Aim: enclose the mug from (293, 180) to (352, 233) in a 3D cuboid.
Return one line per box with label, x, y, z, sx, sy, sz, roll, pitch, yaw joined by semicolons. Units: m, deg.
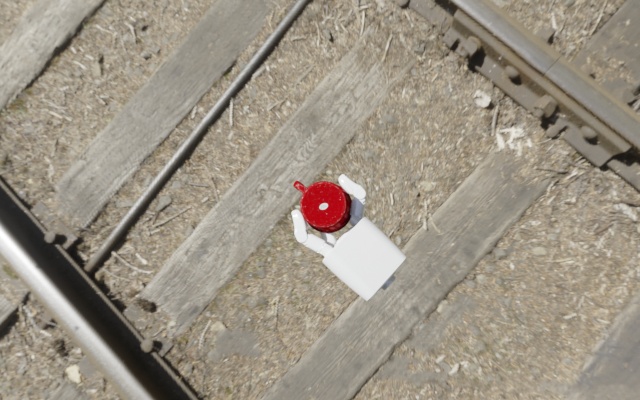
mug;-0.001;0.002;0.844;0.117;0.093;0.081;40;0;8
